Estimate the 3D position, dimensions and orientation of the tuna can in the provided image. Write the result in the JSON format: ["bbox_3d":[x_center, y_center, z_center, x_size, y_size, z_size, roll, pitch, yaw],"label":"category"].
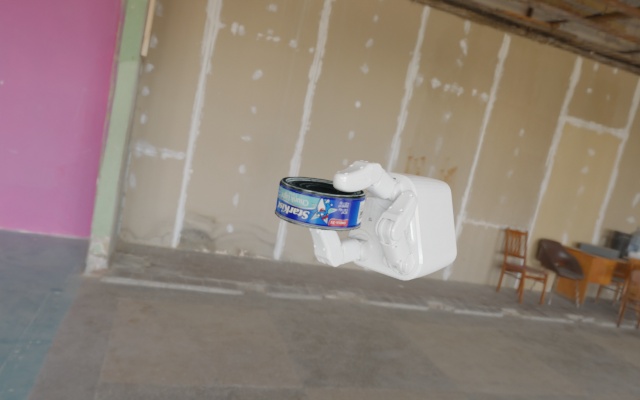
[{"bbox_3d":[0.000,0.001,0.465,0.086,0.034,0.086,9,11,-2],"label":"tuna can"}]
